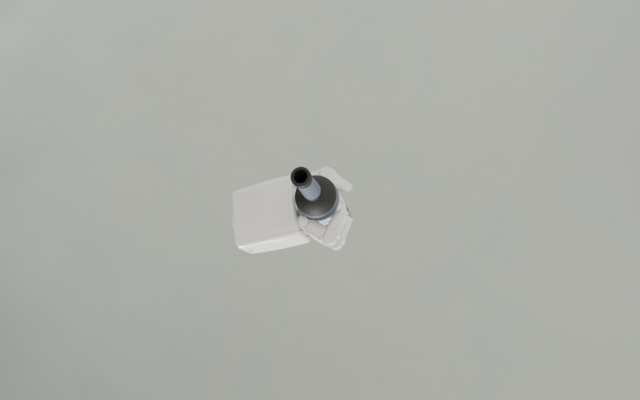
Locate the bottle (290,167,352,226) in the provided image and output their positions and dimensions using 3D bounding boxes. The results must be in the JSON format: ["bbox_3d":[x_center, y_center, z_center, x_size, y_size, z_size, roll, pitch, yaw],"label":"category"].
[{"bbox_3d":[0.000,0.003,0.767,0.069,0.069,0.296,0,-13,11],"label":"bottle"}]
